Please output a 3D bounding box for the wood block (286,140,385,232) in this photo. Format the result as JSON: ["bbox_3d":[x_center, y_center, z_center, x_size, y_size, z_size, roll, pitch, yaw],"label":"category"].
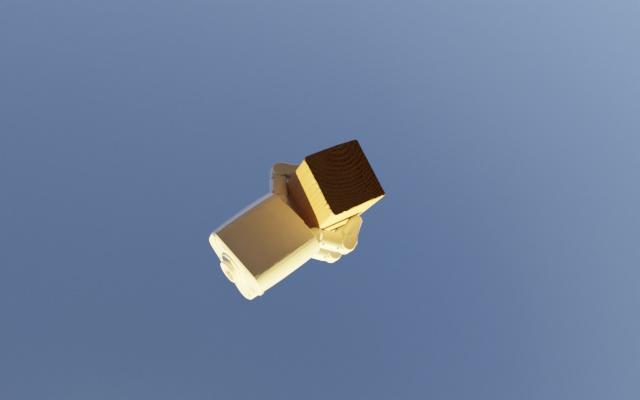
[{"bbox_3d":[0.000,0.002,0.725,0.090,0.091,0.206,-22,-11,-26],"label":"wood block"}]
